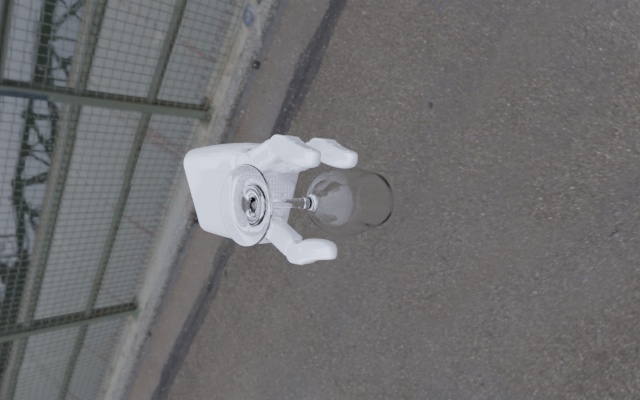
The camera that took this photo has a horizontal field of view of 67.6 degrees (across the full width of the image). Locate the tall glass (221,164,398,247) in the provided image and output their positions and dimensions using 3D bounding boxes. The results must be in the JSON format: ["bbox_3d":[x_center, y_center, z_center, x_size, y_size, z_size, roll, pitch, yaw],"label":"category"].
[{"bbox_3d":[0.000,0.002,0.499,0.079,0.079,0.201,0,1,43],"label":"tall glass"}]
